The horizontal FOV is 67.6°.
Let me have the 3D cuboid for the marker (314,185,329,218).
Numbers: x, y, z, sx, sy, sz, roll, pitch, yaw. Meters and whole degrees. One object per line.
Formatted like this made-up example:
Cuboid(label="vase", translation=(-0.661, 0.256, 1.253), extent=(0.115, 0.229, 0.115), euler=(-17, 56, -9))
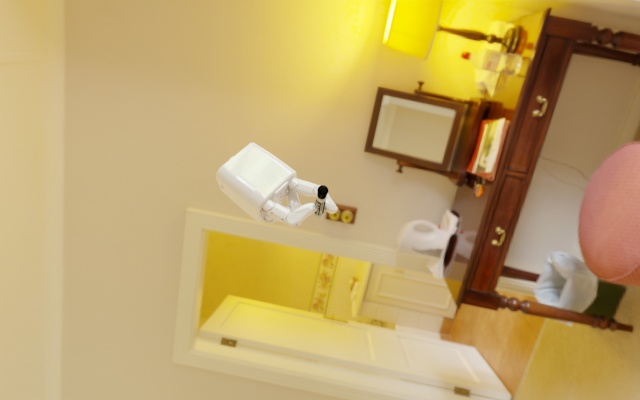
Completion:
Cuboid(label="marker", translation=(0.000, 0.003, 0.840), extent=(0.020, 0.020, 0.121), euler=(0, -21, -4))
